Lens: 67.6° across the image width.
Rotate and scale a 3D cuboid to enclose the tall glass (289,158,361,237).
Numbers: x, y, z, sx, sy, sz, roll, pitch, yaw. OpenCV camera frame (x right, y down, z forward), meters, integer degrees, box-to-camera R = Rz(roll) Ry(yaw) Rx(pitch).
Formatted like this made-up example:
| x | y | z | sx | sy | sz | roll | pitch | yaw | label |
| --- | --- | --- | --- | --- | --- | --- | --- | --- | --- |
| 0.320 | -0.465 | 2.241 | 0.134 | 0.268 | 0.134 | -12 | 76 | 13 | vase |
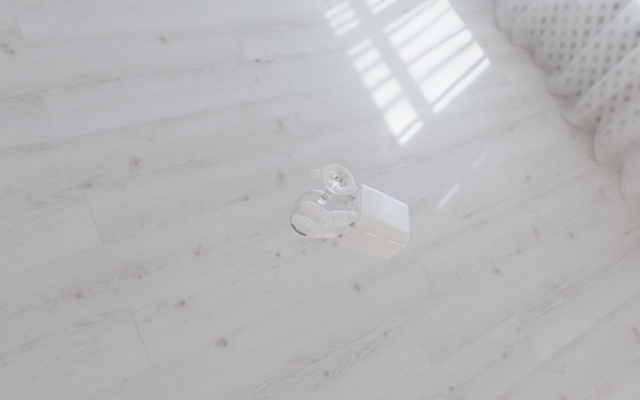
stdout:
| x | y | z | sx | sy | sz | roll | pitch | yaw | label |
| --- | --- | --- | --- | --- | --- | --- | --- | --- | --- |
| 0.000 | 0.003 | 0.893 | 0.079 | 0.079 | 0.201 | 0 | -26 | -24 | tall glass |
